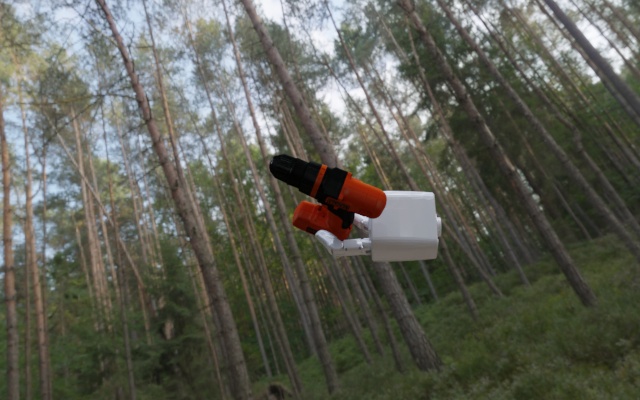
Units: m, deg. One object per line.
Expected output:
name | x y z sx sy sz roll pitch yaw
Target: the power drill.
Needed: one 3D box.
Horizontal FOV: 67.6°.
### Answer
power drill | 0.000 0.003 0.776 0.184 0.057 0.188 23 -22 1
